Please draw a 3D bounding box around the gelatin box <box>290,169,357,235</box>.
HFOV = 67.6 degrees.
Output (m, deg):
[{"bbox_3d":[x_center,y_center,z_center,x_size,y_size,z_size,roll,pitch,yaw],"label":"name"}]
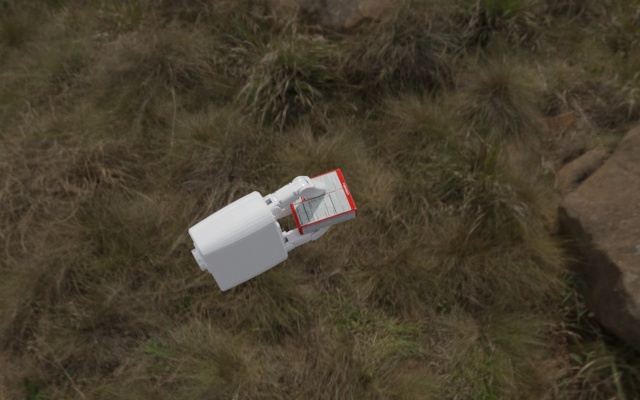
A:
[{"bbox_3d":[0.000,0.002,0.700,0.089,0.073,0.030,-19,-28,-4],"label":"gelatin box"}]
